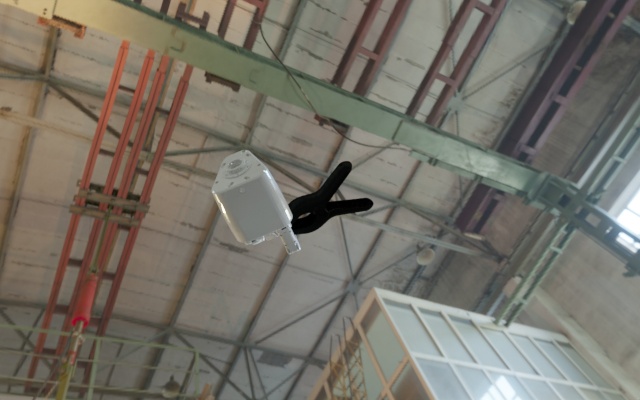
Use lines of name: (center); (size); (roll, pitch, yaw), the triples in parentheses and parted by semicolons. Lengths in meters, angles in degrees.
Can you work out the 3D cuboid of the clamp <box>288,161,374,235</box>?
clamp: (0.000, 0.002, 0.806); (0.171, 0.120, 0.039); (-25, 39, -2)
